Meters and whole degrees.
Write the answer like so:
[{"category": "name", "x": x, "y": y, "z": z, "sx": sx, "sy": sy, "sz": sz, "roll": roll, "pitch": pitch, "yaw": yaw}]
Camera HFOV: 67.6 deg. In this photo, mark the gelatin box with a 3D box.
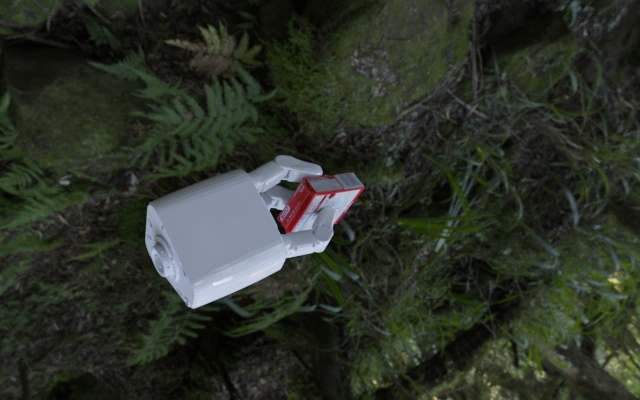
[{"category": "gelatin box", "x": 0.001, "y": 0.002, "z": 0.584, "sx": 0.089, "sy": 0.030, "sz": 0.073, "roll": -9, "pitch": -35, "yaw": -44}]
